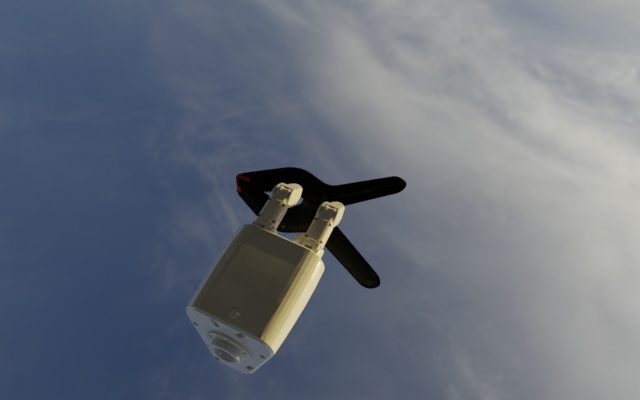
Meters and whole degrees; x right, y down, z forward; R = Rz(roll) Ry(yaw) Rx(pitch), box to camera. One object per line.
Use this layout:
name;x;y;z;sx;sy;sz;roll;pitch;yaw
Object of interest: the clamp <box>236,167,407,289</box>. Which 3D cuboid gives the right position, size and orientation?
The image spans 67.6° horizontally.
clamp;-0.001;0.002;0.587;0.210;0.164;0.036;23;-38;11
